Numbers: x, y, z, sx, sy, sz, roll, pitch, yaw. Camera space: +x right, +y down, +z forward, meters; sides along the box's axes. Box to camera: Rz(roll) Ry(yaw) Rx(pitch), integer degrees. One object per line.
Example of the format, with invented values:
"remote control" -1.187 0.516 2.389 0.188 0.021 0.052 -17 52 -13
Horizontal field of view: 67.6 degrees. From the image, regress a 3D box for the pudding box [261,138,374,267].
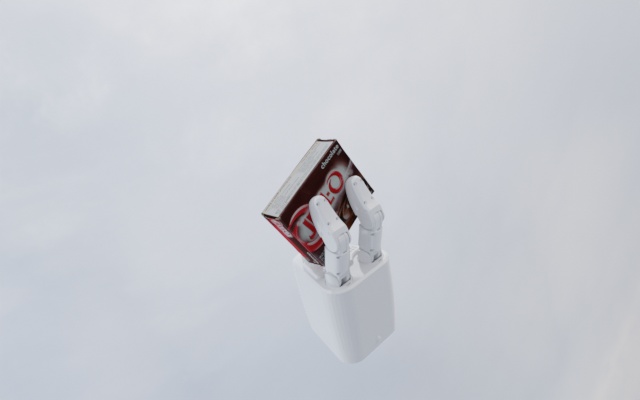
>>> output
"pudding box" 0.000 0.002 0.528 0.039 0.113 0.090 10 -31 46
